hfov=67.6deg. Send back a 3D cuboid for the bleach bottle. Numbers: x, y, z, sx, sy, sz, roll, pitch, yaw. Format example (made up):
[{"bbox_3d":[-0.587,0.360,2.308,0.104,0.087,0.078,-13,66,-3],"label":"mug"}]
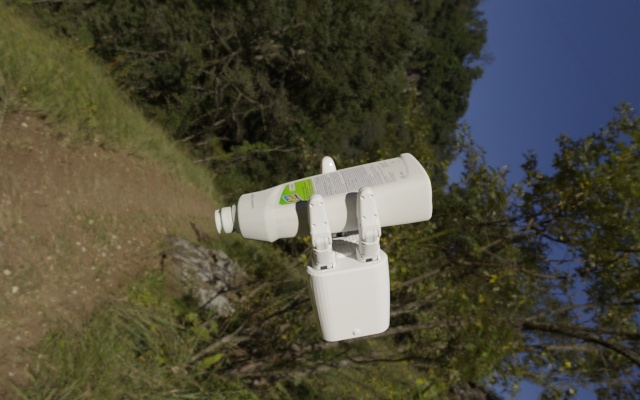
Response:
[{"bbox_3d":[0.000,0.002,0.582,0.251,0.068,0.102,-9,25,-3],"label":"bleach bottle"}]
